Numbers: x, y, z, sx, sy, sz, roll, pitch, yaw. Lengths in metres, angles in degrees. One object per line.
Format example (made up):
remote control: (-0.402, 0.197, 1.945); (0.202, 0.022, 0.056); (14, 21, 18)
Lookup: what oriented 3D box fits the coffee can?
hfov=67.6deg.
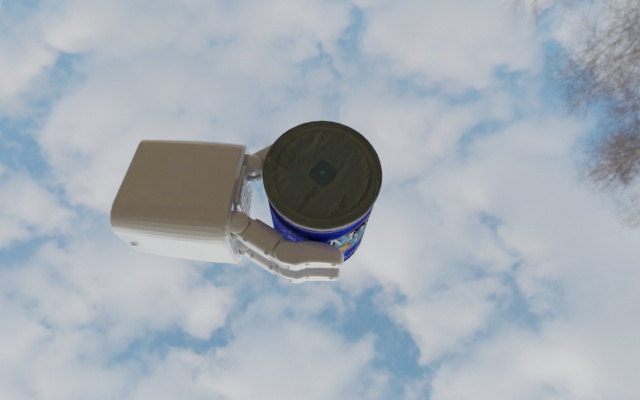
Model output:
coffee can: (0.000, 0.001, 0.470); (0.103, 0.102, 0.140); (0, -22, -2)
